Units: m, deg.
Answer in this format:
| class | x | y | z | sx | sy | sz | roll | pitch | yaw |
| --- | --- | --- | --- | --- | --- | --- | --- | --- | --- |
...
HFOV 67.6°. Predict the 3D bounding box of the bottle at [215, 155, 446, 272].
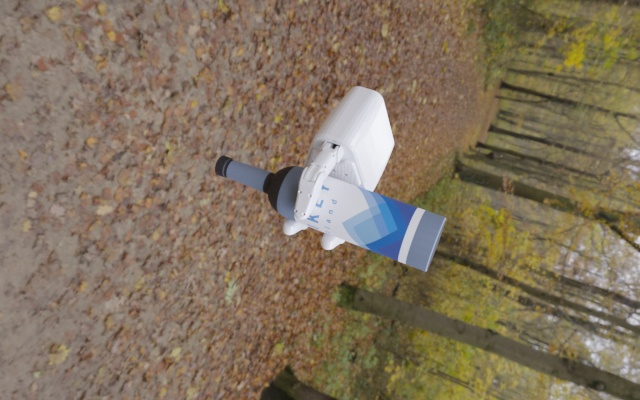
| class | x | y | z | sx | sy | sz | roll | pitch | yaw |
| --- | --- | --- | --- | --- | --- | --- | --- | --- | --- |
| bottle | 0.000 | 0.002 | 0.588 | 0.295 | 0.069 | 0.069 | 20 | 6 | 17 |
